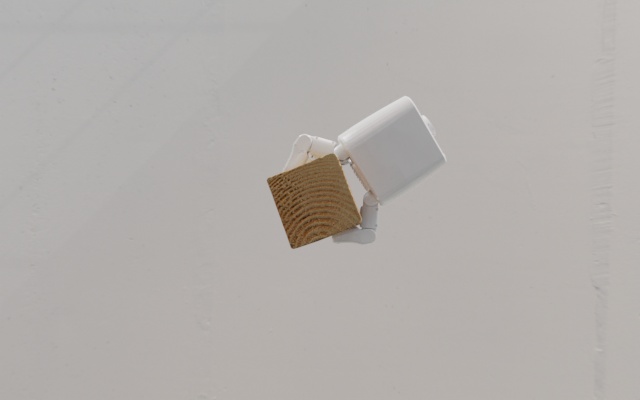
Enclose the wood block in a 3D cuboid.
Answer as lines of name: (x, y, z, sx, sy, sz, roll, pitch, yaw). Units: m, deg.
wood block: (0.001, 0.002, 0.652, 0.090, 0.091, 0.206, -21, -3, 4)
